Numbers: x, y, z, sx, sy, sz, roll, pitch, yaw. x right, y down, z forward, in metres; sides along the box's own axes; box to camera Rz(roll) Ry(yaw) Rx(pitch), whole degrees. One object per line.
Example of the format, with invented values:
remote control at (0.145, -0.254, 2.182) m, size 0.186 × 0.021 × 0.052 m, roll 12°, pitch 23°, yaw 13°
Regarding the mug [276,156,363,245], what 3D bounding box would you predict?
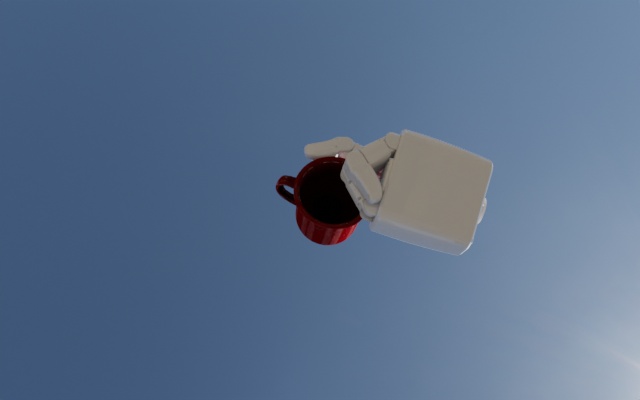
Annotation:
mug at (-0.001, 0.002, 0.588) m, size 0.117 × 0.093 × 0.081 m, roll 18°, pitch -24°, yaw 2°
